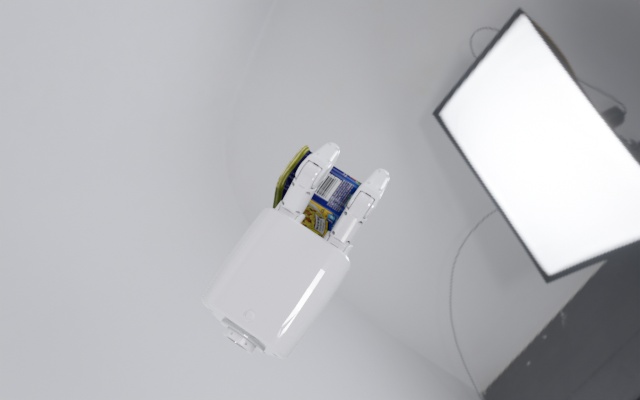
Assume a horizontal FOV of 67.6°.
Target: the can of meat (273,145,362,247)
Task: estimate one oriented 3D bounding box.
[{"bbox_3d":[0.000,0.002,0.508,0.084,0.057,0.102,33,-26,7],"label":"can of meat"}]
